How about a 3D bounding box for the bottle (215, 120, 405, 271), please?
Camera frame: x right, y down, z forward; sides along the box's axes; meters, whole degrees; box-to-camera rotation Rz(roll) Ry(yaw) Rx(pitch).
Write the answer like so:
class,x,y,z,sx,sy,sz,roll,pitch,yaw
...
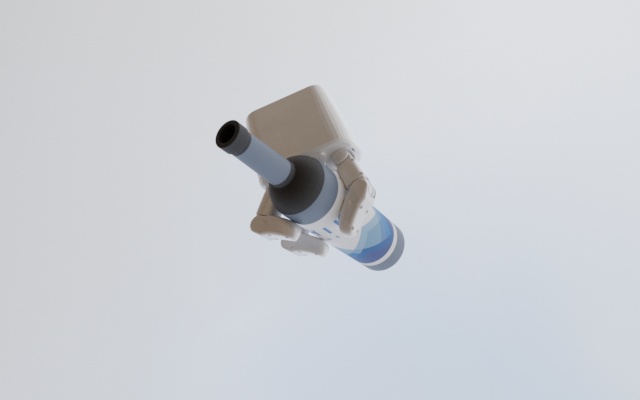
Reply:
class,x,y,z,sx,sy,sz,roll,pitch,yaw
bottle,0.000,0.002,0.512,0.069,0.069,0.296,0,-23,36
